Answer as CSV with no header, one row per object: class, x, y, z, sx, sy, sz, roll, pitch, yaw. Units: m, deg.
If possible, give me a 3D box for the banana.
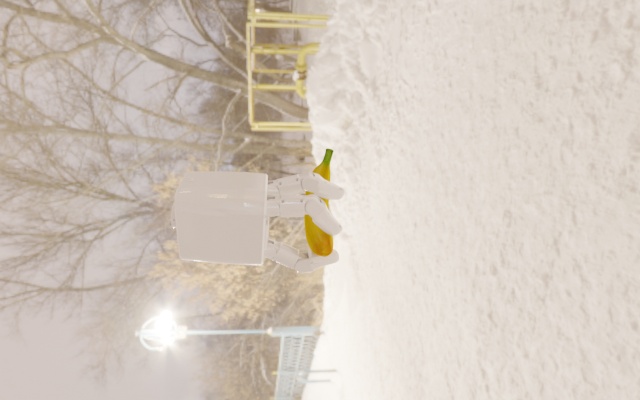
banana,-0.003,0.013,0.664,0.037,0.197,0.070,6,-45,-6
